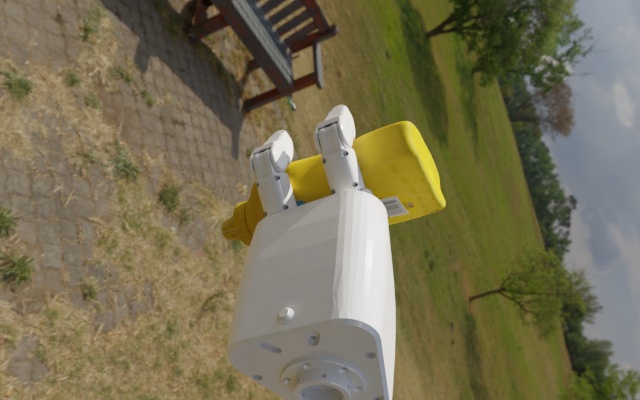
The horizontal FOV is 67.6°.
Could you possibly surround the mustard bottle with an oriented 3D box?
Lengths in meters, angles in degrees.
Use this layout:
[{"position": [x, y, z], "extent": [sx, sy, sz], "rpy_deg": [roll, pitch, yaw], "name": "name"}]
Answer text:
[{"position": [0.000, 0.001, 0.402], "extent": [0.191, 0.058, 0.096], "rpy_deg": [-18, -31, 20], "name": "mustard bottle"}]
